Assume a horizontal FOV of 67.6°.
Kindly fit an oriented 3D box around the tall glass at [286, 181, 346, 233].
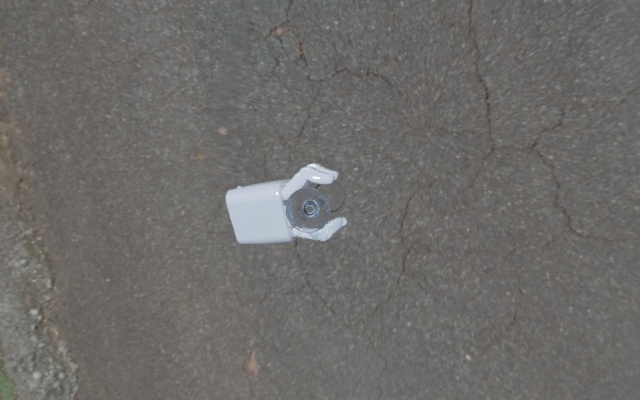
[{"bbox_3d":[0.000,0.003,0.864,0.079,0.079,0.201,0,8,13],"label":"tall glass"}]
